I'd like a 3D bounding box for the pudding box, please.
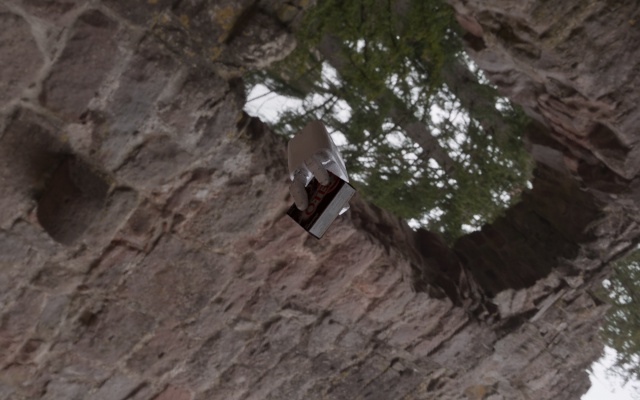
[{"bbox_3d":[0.000,0.003,0.855,0.039,0.113,0.090,34,1,-34],"label":"pudding box"}]
